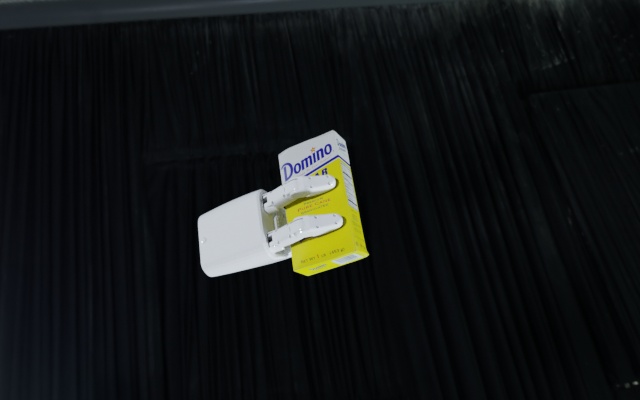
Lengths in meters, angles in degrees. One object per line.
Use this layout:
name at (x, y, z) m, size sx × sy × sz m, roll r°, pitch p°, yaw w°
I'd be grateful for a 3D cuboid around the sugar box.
sugar box at (0.000, 0.002, 0.638) m, size 0.093 × 0.176 × 0.048 m, roll -20°, pitch -24°, yaw 22°
